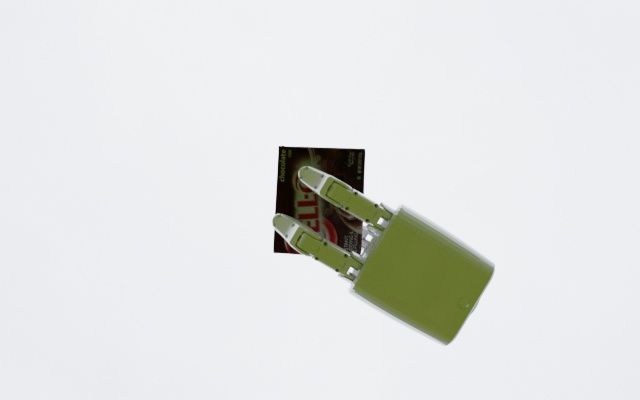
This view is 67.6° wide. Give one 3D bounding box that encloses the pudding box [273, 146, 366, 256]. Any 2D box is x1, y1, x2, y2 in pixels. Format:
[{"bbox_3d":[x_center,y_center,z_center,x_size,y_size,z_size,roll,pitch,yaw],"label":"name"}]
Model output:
[{"bbox_3d":[0.000,0.002,0.495,0.090,0.113,0.039,3,-1,7],"label":"pudding box"}]
